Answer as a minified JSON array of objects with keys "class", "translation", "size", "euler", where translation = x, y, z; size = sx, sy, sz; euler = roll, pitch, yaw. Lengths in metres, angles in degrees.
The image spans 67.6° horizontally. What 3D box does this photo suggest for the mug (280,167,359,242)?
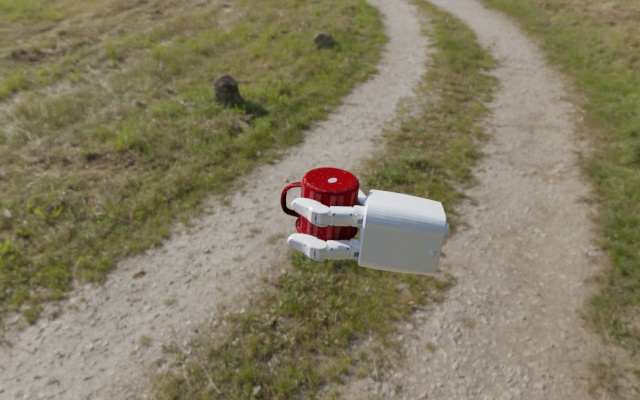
[{"class":"mug","translation":[-0.001,0.002,0.689],"size":[0.117,0.081,0.093],"euler":[9,30,6]}]
